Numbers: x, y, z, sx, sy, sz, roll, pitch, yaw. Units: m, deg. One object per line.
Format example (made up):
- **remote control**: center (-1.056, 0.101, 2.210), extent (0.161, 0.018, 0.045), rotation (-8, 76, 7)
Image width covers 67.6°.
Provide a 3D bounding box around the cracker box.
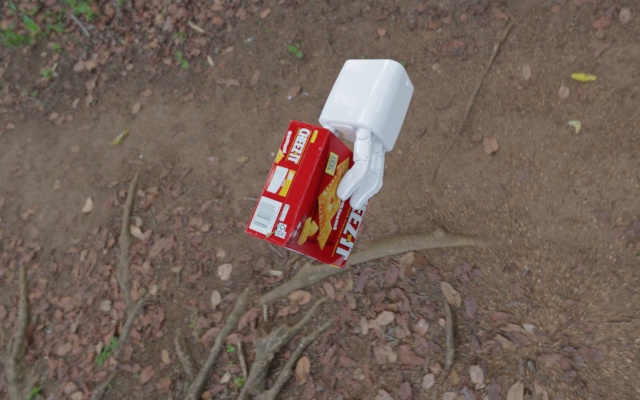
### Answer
- **cracker box**: center (0.000, 0.002, 0.701), extent (0.072, 0.164, 0.214), rotation (18, -7, 28)
